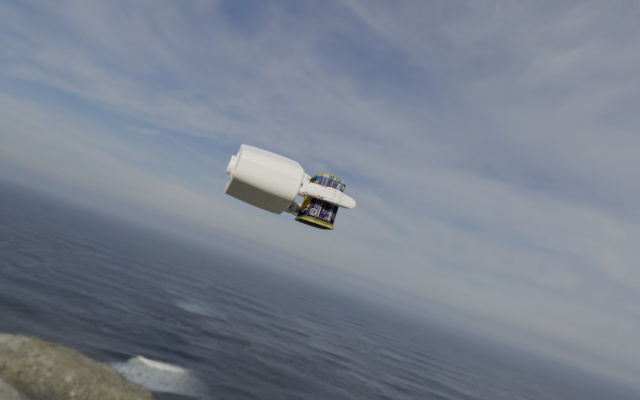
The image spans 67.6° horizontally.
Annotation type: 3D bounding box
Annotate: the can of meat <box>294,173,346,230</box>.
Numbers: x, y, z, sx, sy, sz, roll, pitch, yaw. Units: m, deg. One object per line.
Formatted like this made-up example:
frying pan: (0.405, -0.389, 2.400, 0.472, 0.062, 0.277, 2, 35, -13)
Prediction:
can of meat: (0.000, 0.002, 0.829, 0.057, 0.084, 0.102, 20, -8, -12)
